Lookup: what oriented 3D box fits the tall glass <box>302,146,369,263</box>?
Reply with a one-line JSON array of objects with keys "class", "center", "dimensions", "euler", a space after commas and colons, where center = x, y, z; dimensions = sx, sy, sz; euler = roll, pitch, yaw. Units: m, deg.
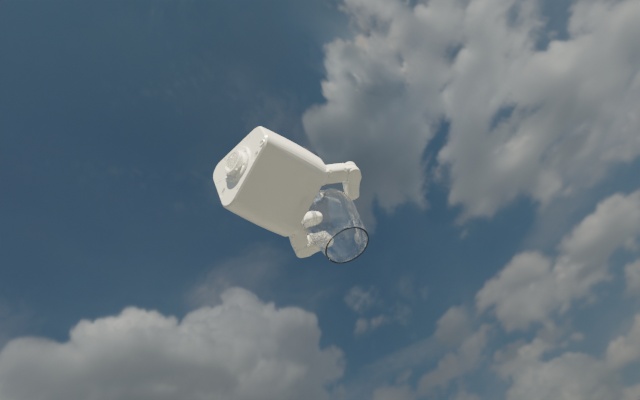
[{"class": "tall glass", "center": [0.000, 0.002, 0.694], "dimensions": [0.079, 0.079, 0.201], "euler": [0, 35, -26]}]
